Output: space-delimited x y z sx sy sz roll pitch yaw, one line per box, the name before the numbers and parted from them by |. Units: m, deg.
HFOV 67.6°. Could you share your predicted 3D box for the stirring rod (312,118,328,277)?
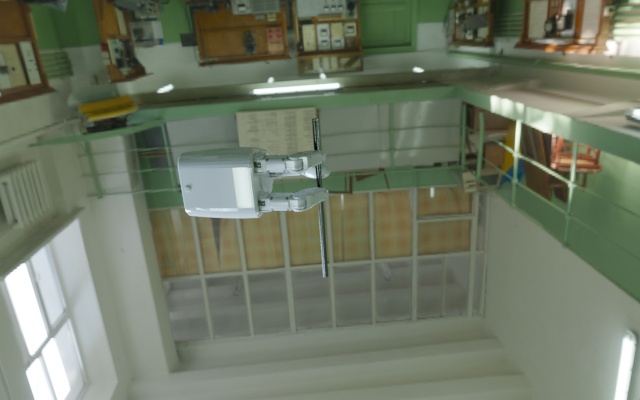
stirring rod | 0.000 0.002 0.690 0.011 0.240 0.011 -4 19 1
